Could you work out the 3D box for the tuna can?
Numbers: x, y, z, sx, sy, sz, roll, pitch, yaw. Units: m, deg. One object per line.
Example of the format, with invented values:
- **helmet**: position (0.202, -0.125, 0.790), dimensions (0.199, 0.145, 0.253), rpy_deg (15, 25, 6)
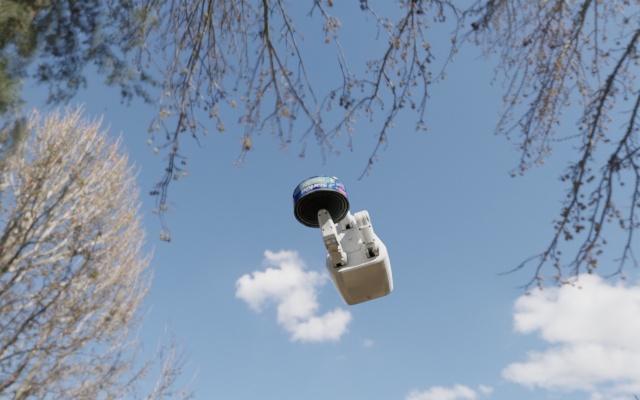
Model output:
- **tuna can**: position (0.000, 0.002, 0.734), dimensions (0.086, 0.033, 0.086), rpy_deg (-5, -43, -5)
